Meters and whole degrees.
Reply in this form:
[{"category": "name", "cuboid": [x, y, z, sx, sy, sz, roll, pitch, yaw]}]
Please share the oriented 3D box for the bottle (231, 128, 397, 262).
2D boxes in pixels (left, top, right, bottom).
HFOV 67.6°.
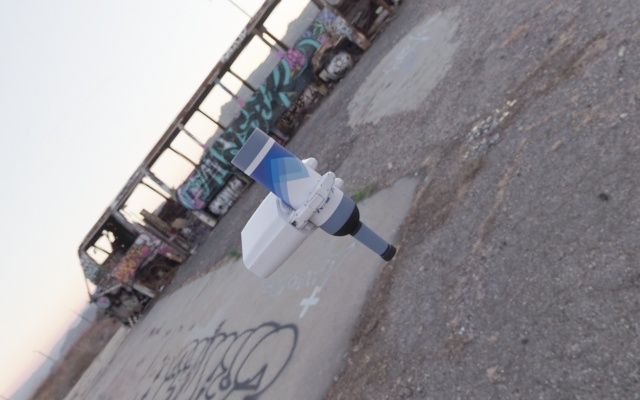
[{"category": "bottle", "cuboid": [0.000, 0.002, 0.750, 0.296, 0.069, 0.069, 37, -9, -11]}]
